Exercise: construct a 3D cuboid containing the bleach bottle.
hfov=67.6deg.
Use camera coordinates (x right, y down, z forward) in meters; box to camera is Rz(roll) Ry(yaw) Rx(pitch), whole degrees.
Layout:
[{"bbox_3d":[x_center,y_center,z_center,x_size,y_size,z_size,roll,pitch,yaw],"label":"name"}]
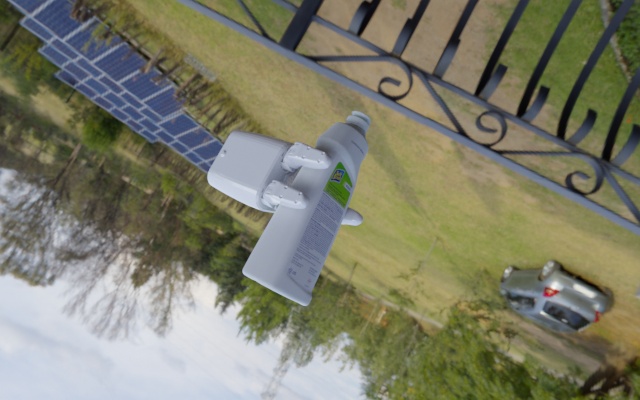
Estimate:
[{"bbox_3d":[0.000,0.002,0.612,0.068,0.250,0.103,21,-13,34],"label":"bleach bottle"}]
